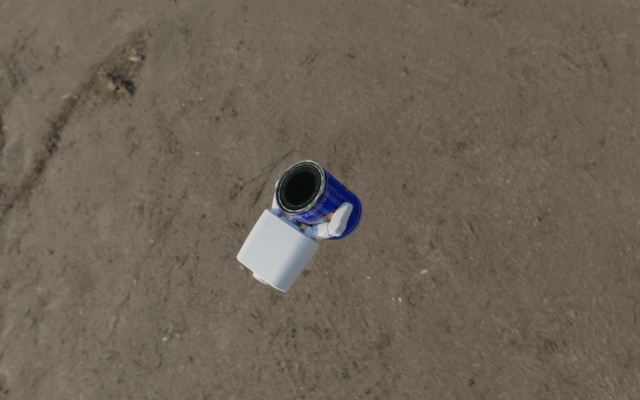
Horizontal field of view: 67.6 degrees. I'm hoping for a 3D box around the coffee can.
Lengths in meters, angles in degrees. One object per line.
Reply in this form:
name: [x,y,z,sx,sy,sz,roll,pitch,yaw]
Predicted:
coffee can: [0.000,0.003,0.865,0.103,0.102,0.140,0,-22,34]
